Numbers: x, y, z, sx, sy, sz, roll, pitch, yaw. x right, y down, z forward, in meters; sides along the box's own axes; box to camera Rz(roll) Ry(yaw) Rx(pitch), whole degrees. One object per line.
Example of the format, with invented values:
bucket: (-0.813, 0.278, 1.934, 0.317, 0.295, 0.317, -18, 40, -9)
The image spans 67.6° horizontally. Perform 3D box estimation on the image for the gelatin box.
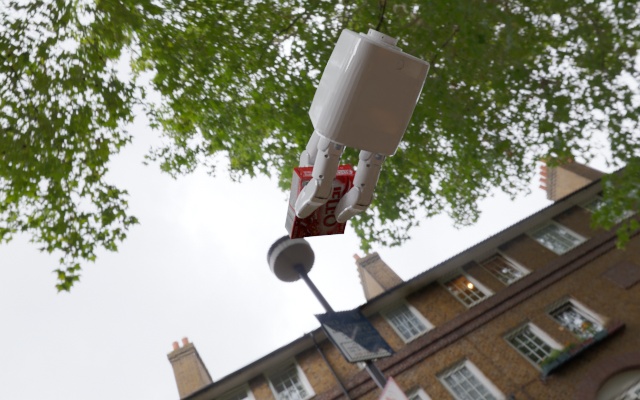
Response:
gelatin box: (0.000, 0.002, 0.574, 0.073, 0.089, 0.030, -3, 34, -24)
